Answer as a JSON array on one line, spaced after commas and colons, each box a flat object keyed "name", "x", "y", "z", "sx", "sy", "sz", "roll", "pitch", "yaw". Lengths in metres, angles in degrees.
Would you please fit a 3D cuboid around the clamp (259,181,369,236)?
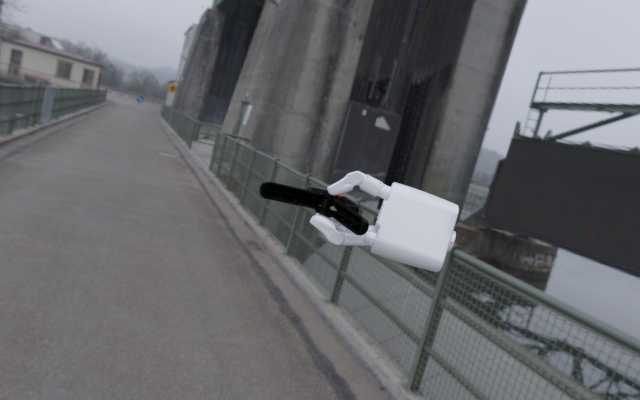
[{"name": "clamp", "x": 0.001, "y": 0.002, "z": 0.752, "sx": 0.164, "sy": 0.036, "sz": 0.210, "roll": 21, "pitch": 8, "yaw": 5}]
